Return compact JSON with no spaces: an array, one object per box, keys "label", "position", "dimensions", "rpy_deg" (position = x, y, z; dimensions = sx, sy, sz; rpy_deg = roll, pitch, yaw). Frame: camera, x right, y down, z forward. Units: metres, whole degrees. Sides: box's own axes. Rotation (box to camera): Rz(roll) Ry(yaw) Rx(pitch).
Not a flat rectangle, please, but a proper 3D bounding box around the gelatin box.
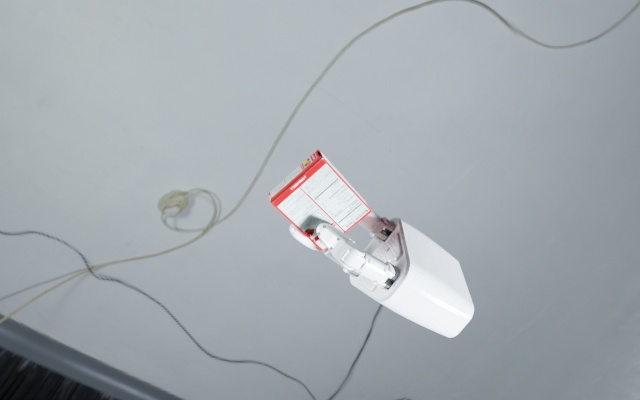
[{"label":"gelatin box","position":[0.000,0.002,0.516],"dimensions":[0.089,0.073,0.030],"rpy_deg":[45,10,-26]}]
